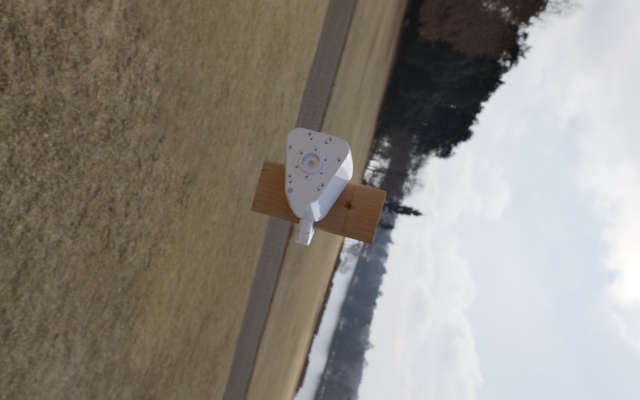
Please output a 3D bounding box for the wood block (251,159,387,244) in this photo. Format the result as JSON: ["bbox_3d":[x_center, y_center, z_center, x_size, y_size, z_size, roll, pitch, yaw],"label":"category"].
[{"bbox_3d":[0.000,0.003,0.812,0.206,0.091,0.090,16,0,8],"label":"wood block"}]
